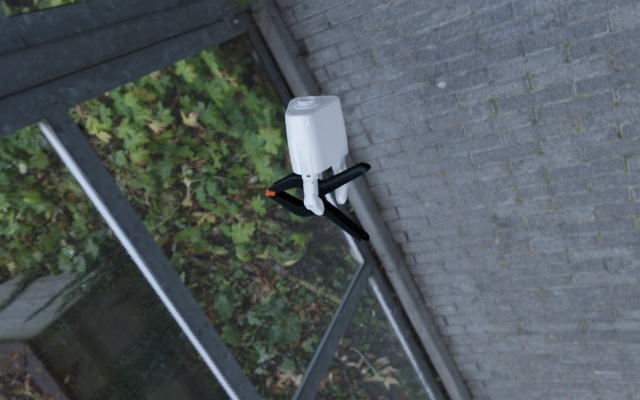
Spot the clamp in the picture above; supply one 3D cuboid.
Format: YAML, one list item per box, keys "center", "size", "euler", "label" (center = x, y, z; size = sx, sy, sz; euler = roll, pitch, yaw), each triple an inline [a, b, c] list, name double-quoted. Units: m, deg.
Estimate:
- center: [-0.001, 0.003, 0.896]
  size: [0.210, 0.165, 0.036]
  euler: [3, 30, 22]
  label: "clamp"
